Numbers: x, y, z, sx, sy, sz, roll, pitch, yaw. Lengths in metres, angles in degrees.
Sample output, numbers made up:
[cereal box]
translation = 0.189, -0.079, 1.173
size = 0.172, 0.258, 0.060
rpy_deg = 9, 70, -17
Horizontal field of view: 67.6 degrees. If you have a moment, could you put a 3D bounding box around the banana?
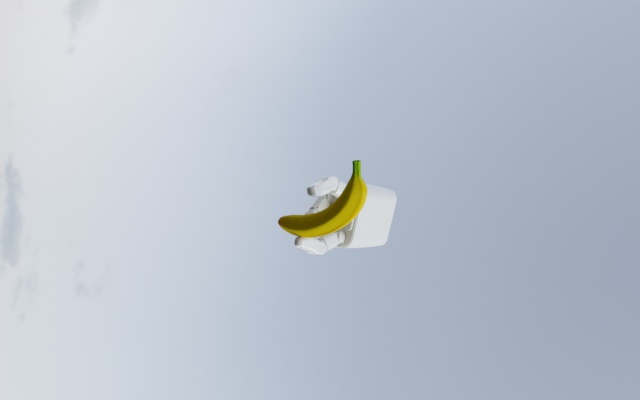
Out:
[banana]
translation = 0.008, 0.017, 0.718
size = 0.037, 0.069, 0.198
rpy_deg = 5, -31, -44
